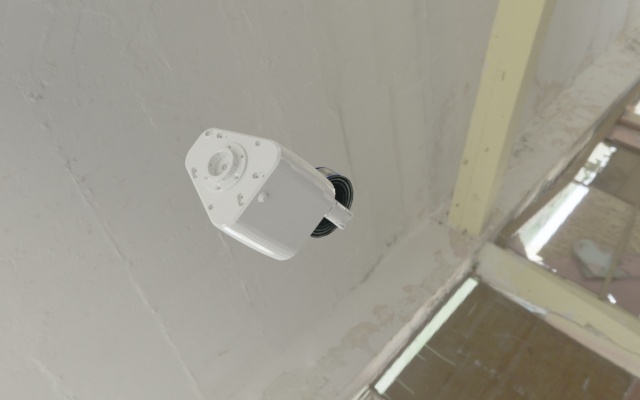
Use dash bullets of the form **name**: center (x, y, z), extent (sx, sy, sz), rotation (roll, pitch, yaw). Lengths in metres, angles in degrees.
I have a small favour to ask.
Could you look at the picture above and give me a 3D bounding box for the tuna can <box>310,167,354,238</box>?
- **tuna can**: center (0.000, 0.002, 0.601), extent (0.086, 0.086, 0.033), rotation (0, 25, -48)
